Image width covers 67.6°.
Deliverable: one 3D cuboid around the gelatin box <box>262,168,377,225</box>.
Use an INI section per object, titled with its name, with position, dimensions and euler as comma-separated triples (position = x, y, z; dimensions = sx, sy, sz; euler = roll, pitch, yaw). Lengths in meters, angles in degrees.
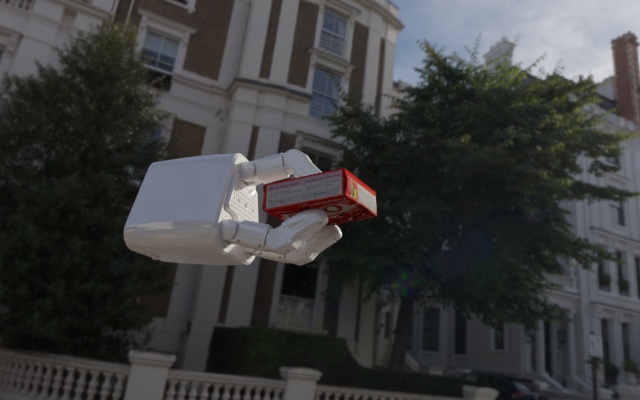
[gelatin box]
position = 0.000, 0.001, 0.461
dimensions = 0.089, 0.030, 0.073
euler = -11, -22, 26
